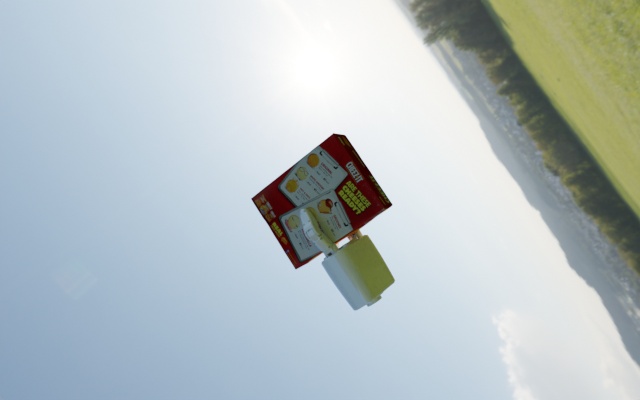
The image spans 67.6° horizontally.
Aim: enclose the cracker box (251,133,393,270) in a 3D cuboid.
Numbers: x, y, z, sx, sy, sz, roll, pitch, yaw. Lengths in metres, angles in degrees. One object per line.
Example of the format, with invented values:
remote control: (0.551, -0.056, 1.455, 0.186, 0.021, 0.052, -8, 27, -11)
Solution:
cracker box: (0.000, 0.003, 0.892, 0.214, 0.164, 0.072, -36, -8, 22)
